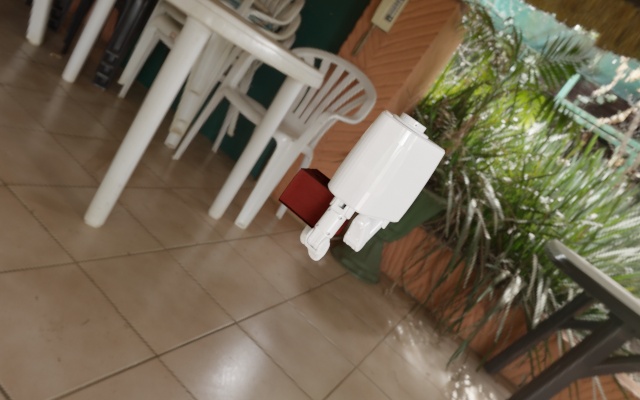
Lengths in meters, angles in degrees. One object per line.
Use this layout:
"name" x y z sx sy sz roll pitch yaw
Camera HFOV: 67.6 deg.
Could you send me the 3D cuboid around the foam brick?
"foam brick" 0.000 0.002 0.588 0.078 0.051 0.053 39 17 17
